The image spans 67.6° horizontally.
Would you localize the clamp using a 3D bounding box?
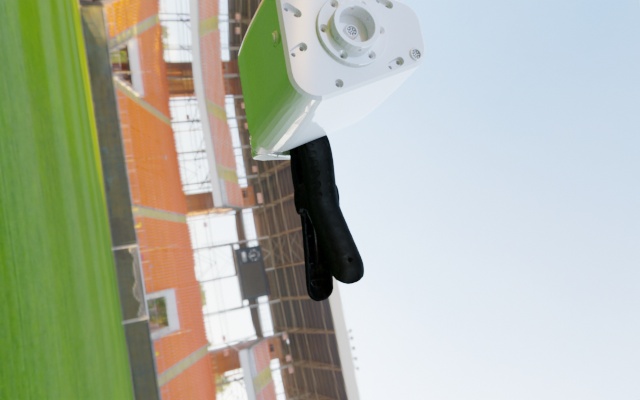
[{"bbox_3d":[0.001,0.001,0.409,0.039,0.171,0.120,-8,-7,-21],"label":"clamp"}]
